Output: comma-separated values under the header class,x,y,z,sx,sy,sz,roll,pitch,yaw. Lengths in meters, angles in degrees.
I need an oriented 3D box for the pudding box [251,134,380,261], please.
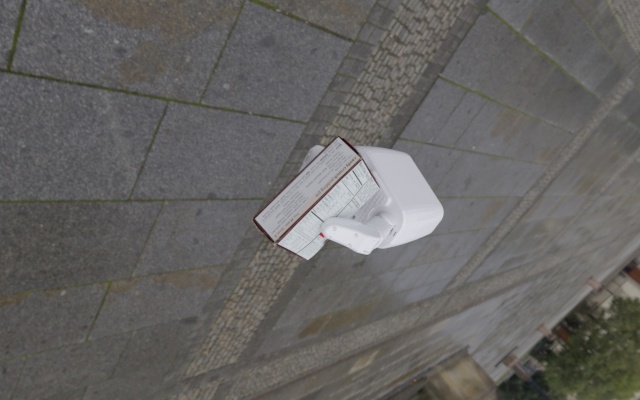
class,x,y,z,sx,sy,sz,roll,pitch,yaw
pudding box,0.000,0.002,0.457,0.039,0.113,0.090,44,0,24
